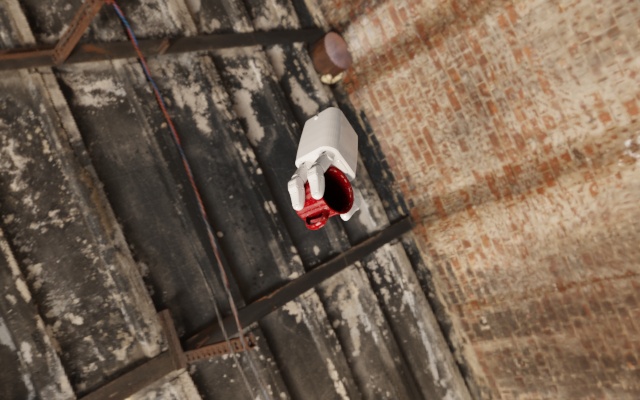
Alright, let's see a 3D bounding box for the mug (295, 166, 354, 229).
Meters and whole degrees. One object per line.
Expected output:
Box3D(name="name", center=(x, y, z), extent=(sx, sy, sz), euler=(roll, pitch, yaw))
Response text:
Box3D(name="mug", center=(0.000, 0.004, 0.890), extent=(0.093, 0.117, 0.081), euler=(33, -39, -32))
